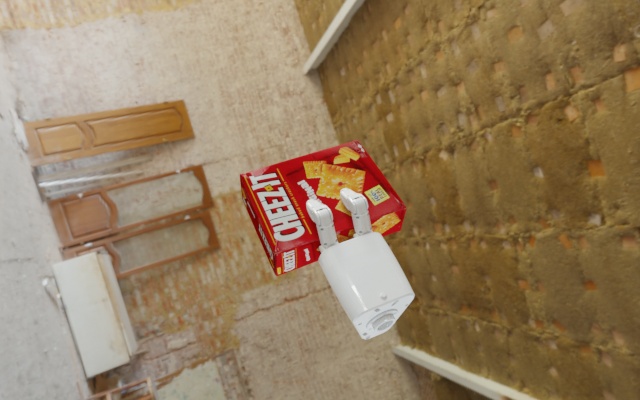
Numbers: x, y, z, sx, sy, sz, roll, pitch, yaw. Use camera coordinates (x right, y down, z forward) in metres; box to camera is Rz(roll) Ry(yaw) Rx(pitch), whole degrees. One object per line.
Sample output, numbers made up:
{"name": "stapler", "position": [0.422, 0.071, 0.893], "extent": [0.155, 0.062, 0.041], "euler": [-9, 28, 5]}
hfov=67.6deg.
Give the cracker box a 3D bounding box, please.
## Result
{"name": "cracker box", "position": [0.000, 0.003, 0.750], "extent": [0.213, 0.164, 0.072], "euler": [-18, -36, -16]}
